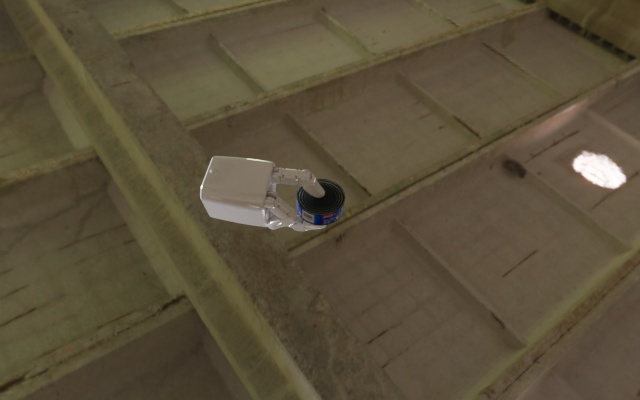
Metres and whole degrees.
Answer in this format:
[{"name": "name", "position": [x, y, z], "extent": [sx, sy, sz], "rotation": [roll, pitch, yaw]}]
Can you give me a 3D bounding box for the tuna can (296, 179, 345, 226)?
[{"name": "tuna can", "position": [0.000, 0.003, 0.846], "extent": [0.086, 0.086, 0.034], "rotation": [0, -43, -2]}]
